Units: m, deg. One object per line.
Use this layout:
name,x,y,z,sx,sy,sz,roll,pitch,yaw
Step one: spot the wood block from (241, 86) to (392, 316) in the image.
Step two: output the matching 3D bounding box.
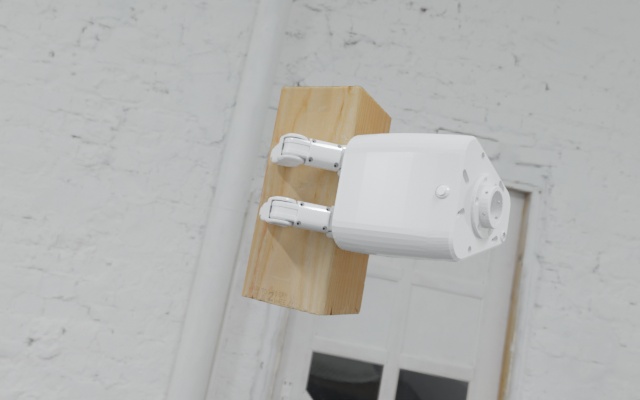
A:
wood block,0.001,0.002,0.475,0.090,0.206,0.091,7,-8,29
